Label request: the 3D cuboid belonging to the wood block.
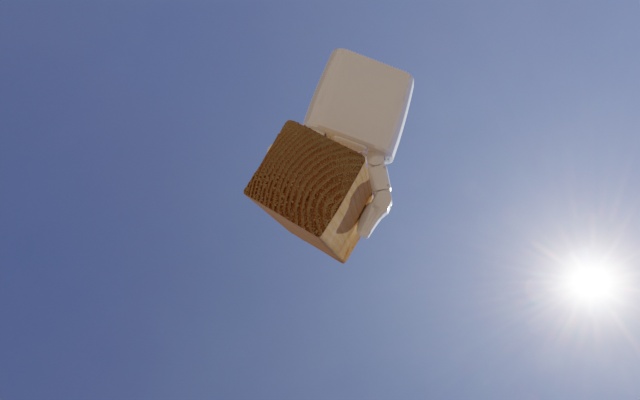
[{"bbox_3d":[0.001,0.002,0.548,0.091,0.090,0.206,29,-8,15],"label":"wood block"}]
